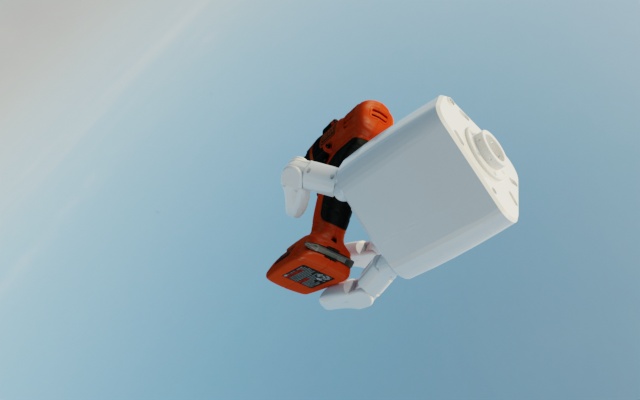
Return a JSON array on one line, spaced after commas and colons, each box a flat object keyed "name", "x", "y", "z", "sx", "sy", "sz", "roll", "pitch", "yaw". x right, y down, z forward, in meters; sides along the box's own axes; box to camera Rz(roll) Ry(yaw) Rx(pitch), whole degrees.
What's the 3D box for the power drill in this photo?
[{"name": "power drill", "x": 0.000, "y": 0.002, "z": 0.515, "sx": 0.057, "sy": 0.187, "sz": 0.184, "roll": 24, "pitch": -28, "yaw": -16}]
